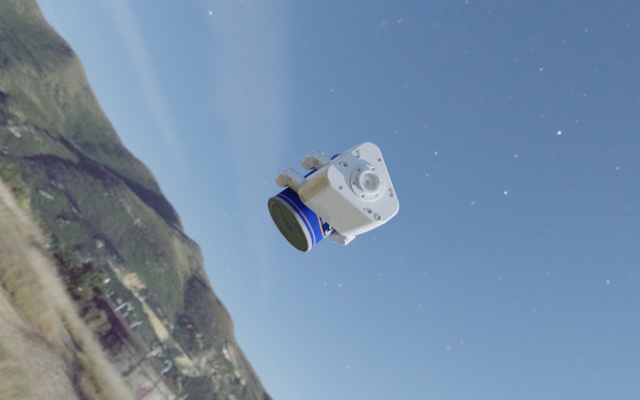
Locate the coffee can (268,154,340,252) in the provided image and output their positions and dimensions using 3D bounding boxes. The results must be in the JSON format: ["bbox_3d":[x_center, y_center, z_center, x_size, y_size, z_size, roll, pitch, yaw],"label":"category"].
[{"bbox_3d":[0.000,0.003,0.778,0.140,0.103,0.103,-36,16,-23],"label":"coffee can"}]
